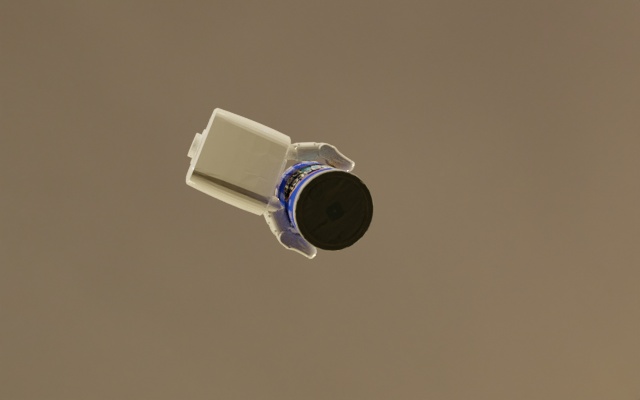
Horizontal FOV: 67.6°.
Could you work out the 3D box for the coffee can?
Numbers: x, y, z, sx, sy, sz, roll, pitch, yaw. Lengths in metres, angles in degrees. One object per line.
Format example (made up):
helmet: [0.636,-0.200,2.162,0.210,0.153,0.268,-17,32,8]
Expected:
coffee can: [0.000,0.002,0.654,0.103,0.103,0.140,0,9,-15]
